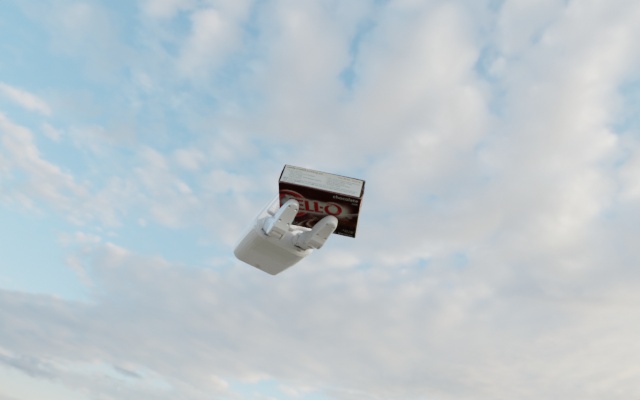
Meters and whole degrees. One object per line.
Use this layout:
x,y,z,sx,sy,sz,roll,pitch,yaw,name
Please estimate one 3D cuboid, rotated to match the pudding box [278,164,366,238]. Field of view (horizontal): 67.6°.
0.000,0.002,0.650,0.113,0.039,0.090,10,-37,5,pudding box
